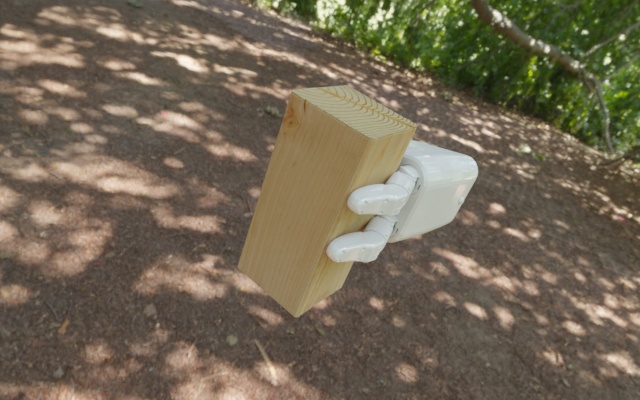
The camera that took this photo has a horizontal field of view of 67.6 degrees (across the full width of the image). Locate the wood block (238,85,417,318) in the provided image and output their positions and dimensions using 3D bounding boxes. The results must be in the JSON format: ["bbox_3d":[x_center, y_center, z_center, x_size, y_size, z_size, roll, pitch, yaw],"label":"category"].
[{"bbox_3d":[0.000,0.001,0.476,0.090,0.206,0.090,36,33,24],"label":"wood block"}]
